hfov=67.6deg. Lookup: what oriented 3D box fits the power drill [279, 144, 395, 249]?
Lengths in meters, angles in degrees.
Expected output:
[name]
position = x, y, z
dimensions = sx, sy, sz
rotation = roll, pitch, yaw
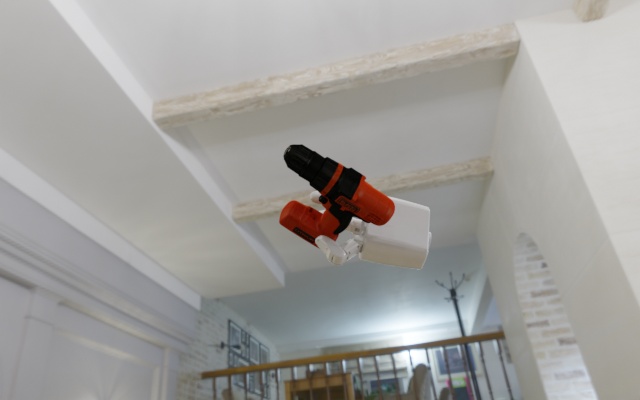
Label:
[power drill]
position = 0.000, 0.003, 0.754
dimensions = 0.184, 0.057, 0.188
rotation = 33, -31, -8
